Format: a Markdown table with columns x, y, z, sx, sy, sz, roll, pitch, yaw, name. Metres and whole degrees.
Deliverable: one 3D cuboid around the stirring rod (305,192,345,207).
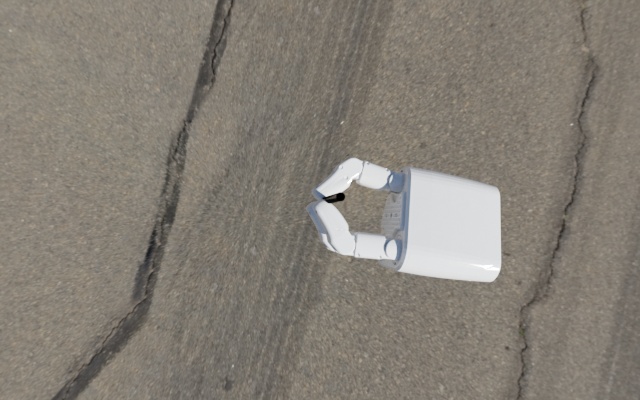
| x | y | z | sx | sy | sz | roll | pitch | yaw | name |
| --- | --- | --- | --- | --- | --- | --- | --- | --- | --- |
| 0.000 | 0.002 | 0.528 | 0.011 | 0.011 | 0.239 | 0 | -2 | -8 | stirring rod |
